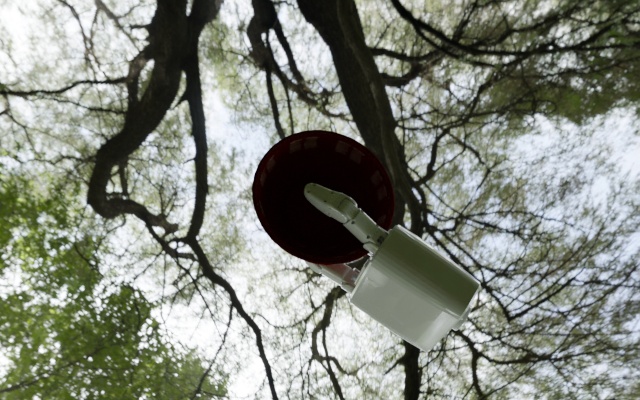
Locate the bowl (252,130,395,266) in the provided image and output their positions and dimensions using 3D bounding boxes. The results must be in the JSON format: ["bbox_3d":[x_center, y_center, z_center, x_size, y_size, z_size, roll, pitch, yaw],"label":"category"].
[{"bbox_3d":[-0.001,0.001,0.550,0.162,0.162,0.055,0,-22,-13],"label":"bowl"}]
